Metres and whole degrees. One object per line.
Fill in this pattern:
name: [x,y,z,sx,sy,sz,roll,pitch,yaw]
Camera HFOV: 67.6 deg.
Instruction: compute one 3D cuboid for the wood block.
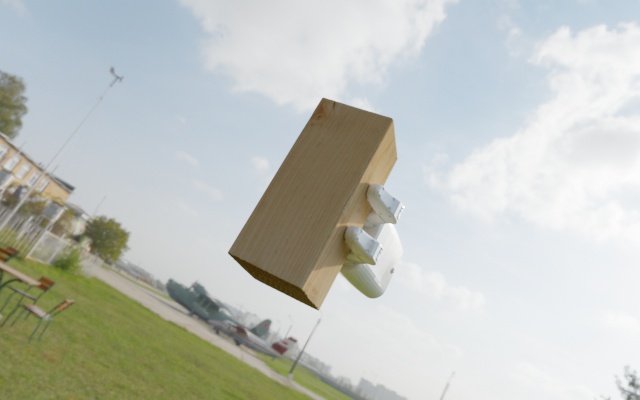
wood block: [0.000,0.002,0.531,0.091,0.206,0.090,21,-20,22]
